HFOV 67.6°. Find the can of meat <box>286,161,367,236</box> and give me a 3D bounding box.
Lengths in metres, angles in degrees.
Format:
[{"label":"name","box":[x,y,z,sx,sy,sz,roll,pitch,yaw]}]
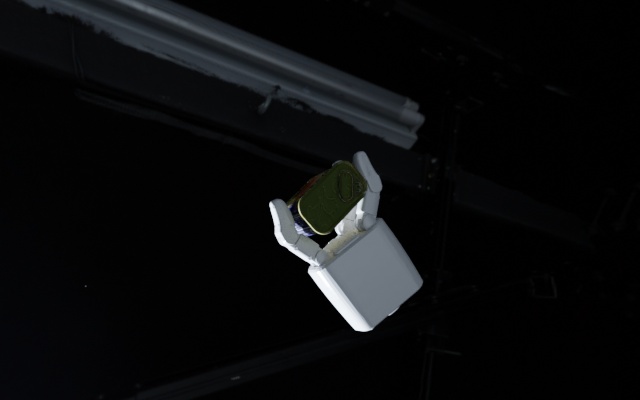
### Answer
[{"label":"can of meat","box":[0.000,0.002,0.634,0.102,0.057,0.084,-45,10,-25]}]
